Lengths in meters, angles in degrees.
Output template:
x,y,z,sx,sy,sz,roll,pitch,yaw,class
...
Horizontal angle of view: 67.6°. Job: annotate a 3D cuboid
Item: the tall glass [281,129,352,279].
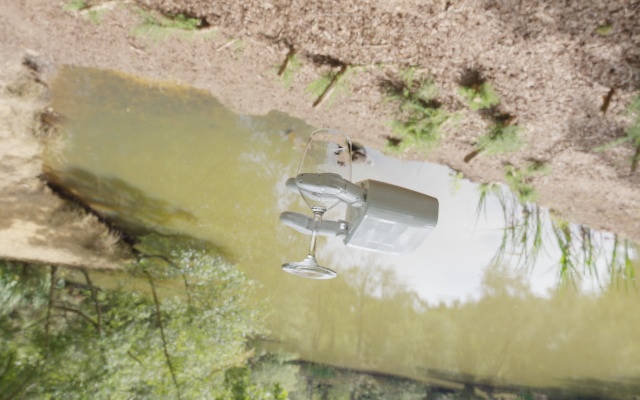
x,y,z,sx,sy,sz,roll,pitch,yaw,class
0.000,0.003,0.663,0.079,0.201,0.079,8,-21,3,tall glass
